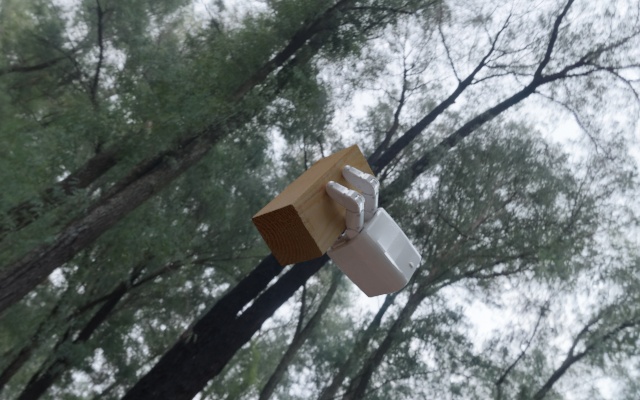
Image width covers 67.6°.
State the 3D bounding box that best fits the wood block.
[{"bbox_3d":[0.000,0.003,0.755,0.091,0.090,0.206,-20,16,40],"label":"wood block"}]
